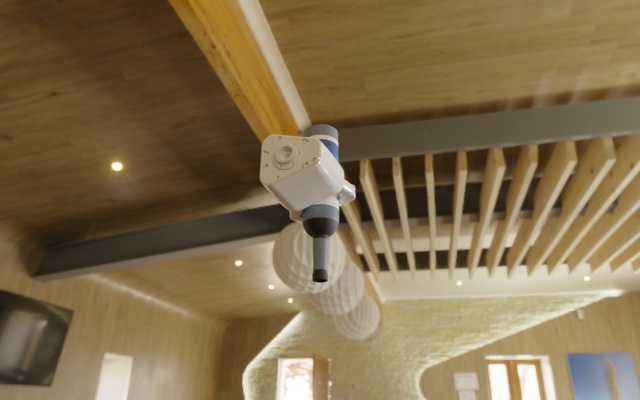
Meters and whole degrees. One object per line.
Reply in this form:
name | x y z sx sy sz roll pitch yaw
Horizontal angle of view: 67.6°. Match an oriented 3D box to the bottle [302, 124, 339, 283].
bottle | 0.000 0.003 0.873 0.069 0.295 0.069 0 -24 0
